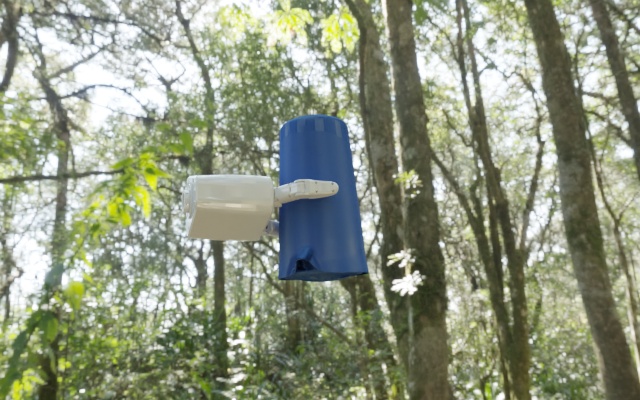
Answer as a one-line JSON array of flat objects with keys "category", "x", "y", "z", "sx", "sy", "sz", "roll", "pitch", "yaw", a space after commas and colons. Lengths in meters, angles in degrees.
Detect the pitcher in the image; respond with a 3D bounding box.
[{"category": "pitcher", "x": 0.000, "y": 0.002, "z": 0.733, "sx": 0.145, "sy": 0.242, "sz": 0.149, "roll": 2, "pitch": -14, "yaw": -24}]
